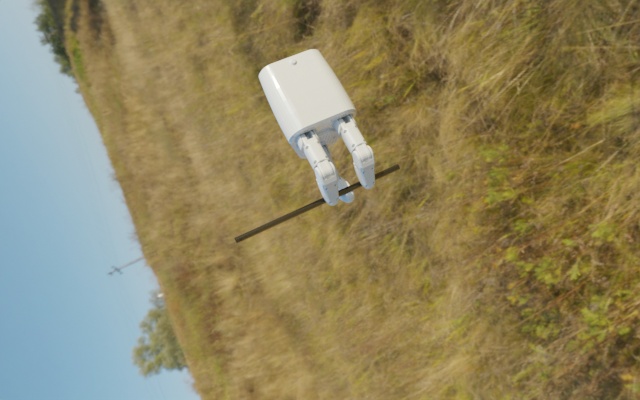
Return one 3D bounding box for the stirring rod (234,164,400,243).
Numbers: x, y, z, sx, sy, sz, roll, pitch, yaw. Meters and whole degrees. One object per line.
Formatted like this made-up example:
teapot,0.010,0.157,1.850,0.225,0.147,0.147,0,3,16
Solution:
stirring rod,0.000,0.002,0.625,0.239,0.011,0.011,-24,6,-13
